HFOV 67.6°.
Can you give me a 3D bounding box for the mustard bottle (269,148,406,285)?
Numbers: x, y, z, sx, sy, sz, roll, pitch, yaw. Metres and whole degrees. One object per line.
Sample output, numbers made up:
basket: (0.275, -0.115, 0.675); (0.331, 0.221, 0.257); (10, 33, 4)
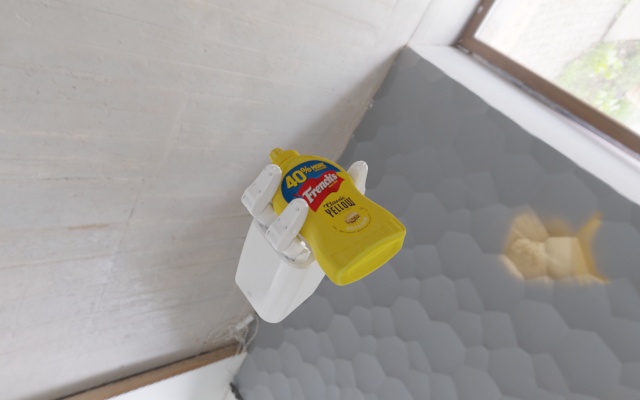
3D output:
mustard bottle: (0.000, 0.002, 0.543); (0.096, 0.058, 0.191); (-29, 56, -23)
